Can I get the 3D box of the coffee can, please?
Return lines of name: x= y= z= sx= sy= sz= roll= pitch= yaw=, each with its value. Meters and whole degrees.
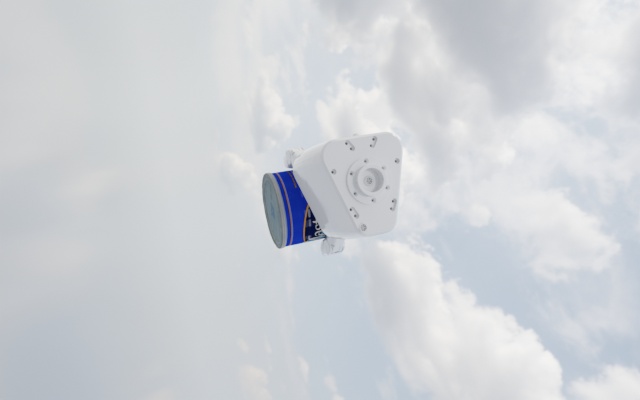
coffee can: x=0.000 y=0.002 z=0.656 sx=0.140 sy=0.103 sz=0.103 roll=-11 pitch=3 yaw=-17
